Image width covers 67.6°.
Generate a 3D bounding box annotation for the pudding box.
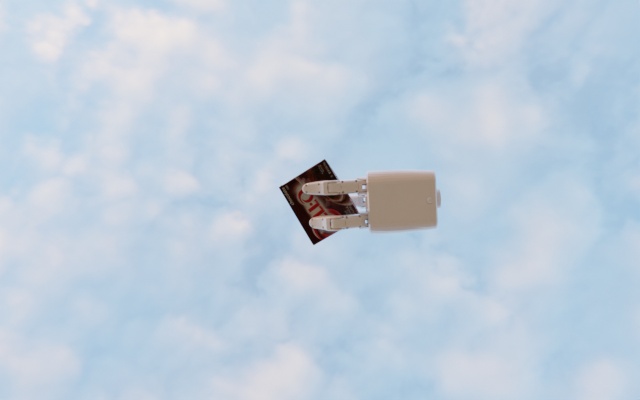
[{"bbox_3d":[0.000,0.003,0.778,0.090,0.113,0.039,-31,-2,8],"label":"pudding box"}]
